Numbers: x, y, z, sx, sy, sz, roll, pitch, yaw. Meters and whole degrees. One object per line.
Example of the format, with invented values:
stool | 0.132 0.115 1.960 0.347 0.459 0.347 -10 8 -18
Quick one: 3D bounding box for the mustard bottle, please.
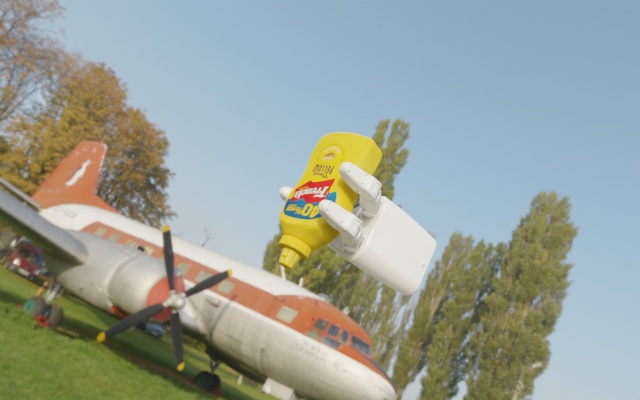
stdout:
mustard bottle | 0.000 0.002 0.615 0.096 0.191 0.058 11 -27 40
